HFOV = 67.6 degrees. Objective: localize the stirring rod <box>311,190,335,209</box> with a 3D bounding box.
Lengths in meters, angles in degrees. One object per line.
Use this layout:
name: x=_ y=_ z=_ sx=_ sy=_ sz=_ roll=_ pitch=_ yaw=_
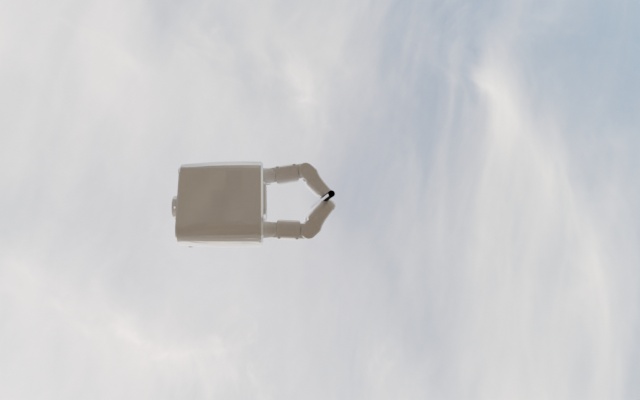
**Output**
stirring rod: x=0.000 y=0.002 z=0.661 sx=0.011 sy=0.011 sz=0.239 roll=0 pitch=-5 yaw=-6
